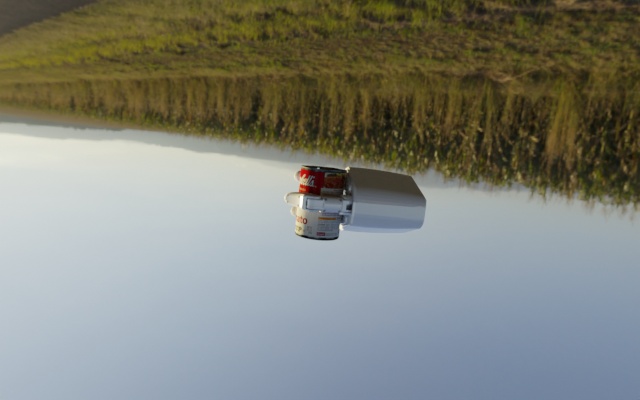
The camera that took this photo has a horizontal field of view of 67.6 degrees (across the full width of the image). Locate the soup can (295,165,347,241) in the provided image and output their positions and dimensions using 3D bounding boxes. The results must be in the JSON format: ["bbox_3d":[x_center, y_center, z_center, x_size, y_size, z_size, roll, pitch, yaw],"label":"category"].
[{"bbox_3d":[0.000,0.003,0.704,0.068,0.102,0.068,6,8,-1],"label":"soup can"}]
